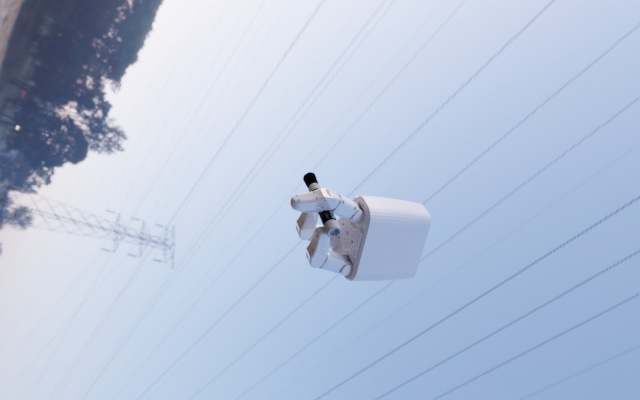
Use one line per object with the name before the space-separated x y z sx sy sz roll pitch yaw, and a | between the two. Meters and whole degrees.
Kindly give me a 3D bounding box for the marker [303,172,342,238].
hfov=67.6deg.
marker | 0.000 0.002 0.629 0.020 0.020 0.121 0 39 -22
